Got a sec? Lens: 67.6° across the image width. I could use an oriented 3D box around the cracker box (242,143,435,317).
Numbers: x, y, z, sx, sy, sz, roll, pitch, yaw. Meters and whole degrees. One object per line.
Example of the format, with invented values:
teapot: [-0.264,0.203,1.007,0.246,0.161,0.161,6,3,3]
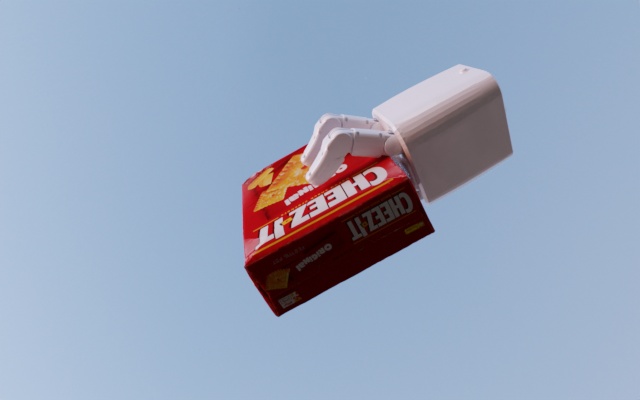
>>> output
cracker box: [0.000,0.002,0.508,0.164,0.072,0.213,-29,23,3]
